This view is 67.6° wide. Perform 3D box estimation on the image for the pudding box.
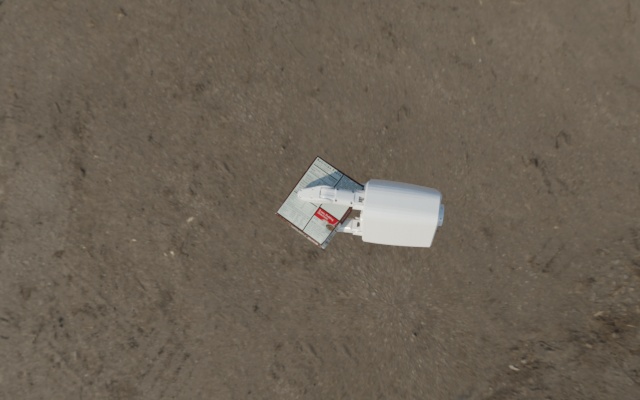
[{"bbox_3d":[0.000,0.002,0.725,0.090,0.113,0.039,35,-6,11],"label":"pudding box"}]
